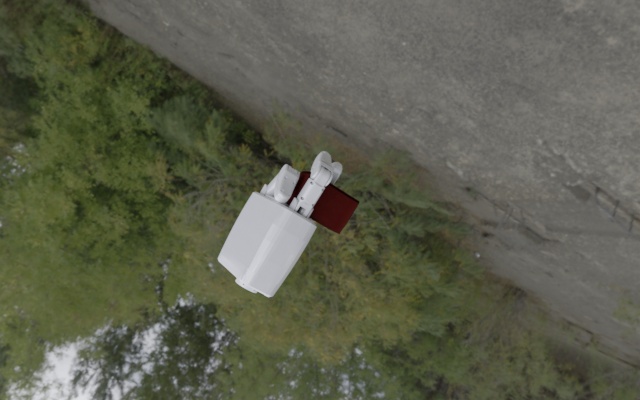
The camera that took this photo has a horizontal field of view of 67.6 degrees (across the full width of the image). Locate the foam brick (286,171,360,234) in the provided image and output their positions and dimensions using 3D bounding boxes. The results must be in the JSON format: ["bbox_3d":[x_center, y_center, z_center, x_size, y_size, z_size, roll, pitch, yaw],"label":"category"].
[{"bbox_3d":[0.000,0.002,0.633,0.078,0.051,0.053,31,-5,-17],"label":"foam brick"}]
